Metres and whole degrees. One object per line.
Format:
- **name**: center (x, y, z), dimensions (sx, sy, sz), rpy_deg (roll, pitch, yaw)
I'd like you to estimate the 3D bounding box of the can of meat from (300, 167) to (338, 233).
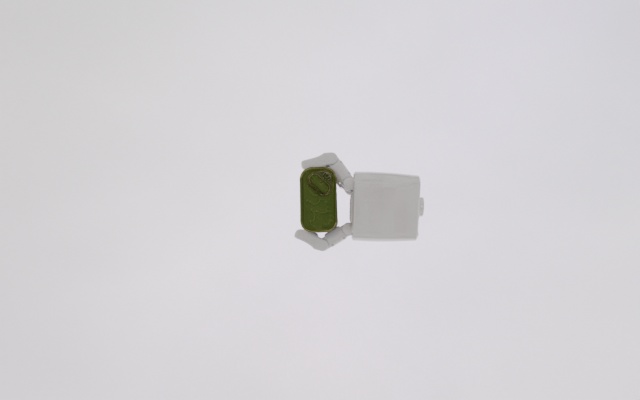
- **can of meat**: center (0.000, 0.003, 0.775), dimensions (0.057, 0.102, 0.084), rpy_deg (-2, -6, 5)
